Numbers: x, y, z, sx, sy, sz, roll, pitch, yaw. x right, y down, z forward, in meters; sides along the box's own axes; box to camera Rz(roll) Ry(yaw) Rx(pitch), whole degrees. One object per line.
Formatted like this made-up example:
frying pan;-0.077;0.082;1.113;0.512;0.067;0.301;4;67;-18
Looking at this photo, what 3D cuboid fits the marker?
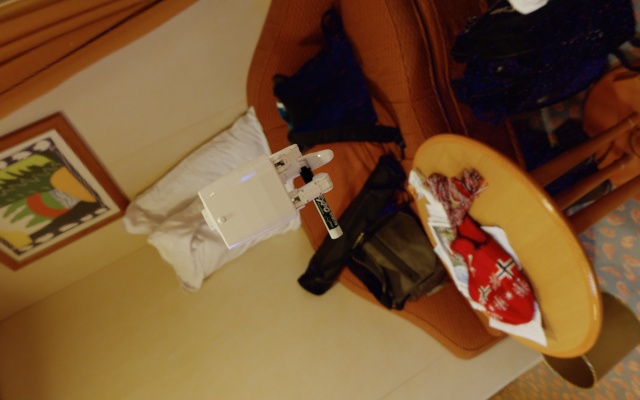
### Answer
marker;0.000;0.002;0.731;0.020;0.121;0.020;-25;13;6
